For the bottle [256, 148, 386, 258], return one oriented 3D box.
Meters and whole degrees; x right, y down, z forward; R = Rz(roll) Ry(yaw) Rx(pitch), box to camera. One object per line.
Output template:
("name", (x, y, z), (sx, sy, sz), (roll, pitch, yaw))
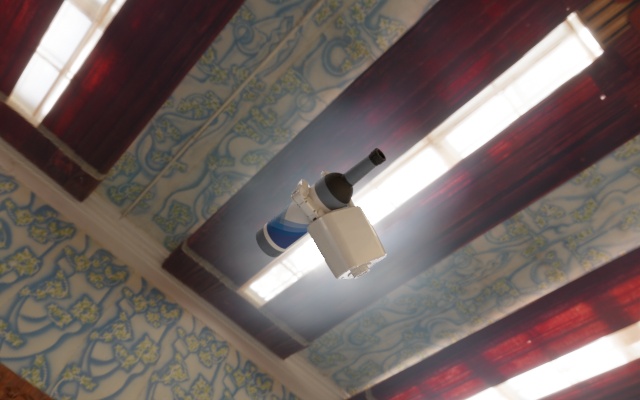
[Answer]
("bottle", (0.000, 0.003, 0.875), (0.296, 0.069, 0.069), (-38, -20, 27))
